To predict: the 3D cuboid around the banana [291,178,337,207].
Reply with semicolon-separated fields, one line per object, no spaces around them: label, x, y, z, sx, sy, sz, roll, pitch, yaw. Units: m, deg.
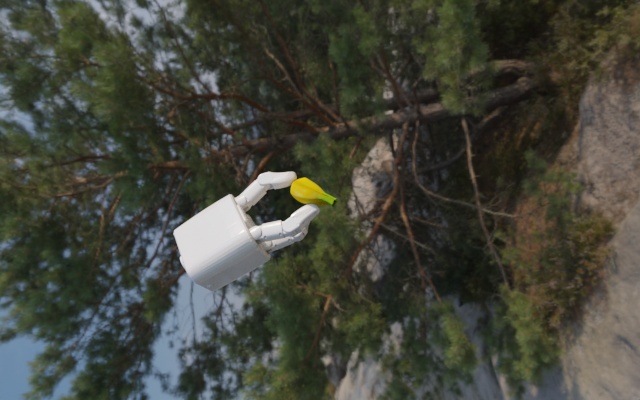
banana;-0.015;-0.008;0.760;0.069;0.037;0.198;36;1;-2
